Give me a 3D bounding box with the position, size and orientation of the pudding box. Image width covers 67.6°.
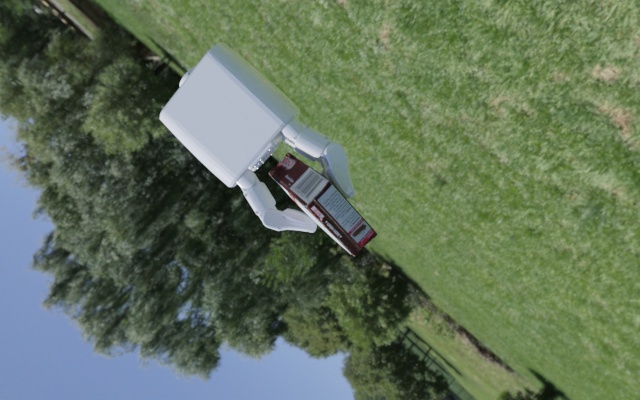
[{"bbox_3d":[0.000,0.002,0.519,0.090,0.039,0.113,46,-2,-32],"label":"pudding box"}]
